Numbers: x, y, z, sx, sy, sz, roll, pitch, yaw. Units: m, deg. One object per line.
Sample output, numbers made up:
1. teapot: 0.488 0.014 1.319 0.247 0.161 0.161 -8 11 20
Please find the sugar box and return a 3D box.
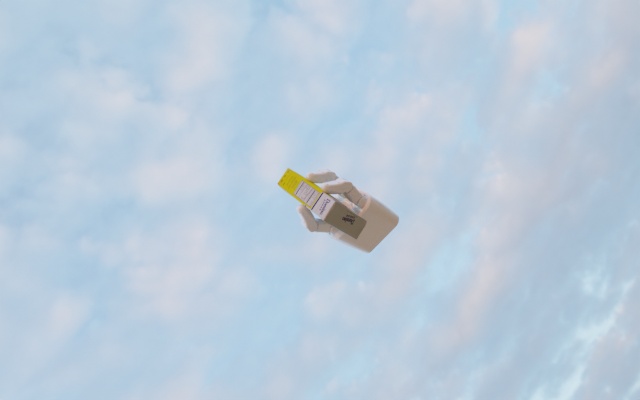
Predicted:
1. sugar box: 0.000 0.002 0.881 0.093 0.048 0.176 31 0 -40
